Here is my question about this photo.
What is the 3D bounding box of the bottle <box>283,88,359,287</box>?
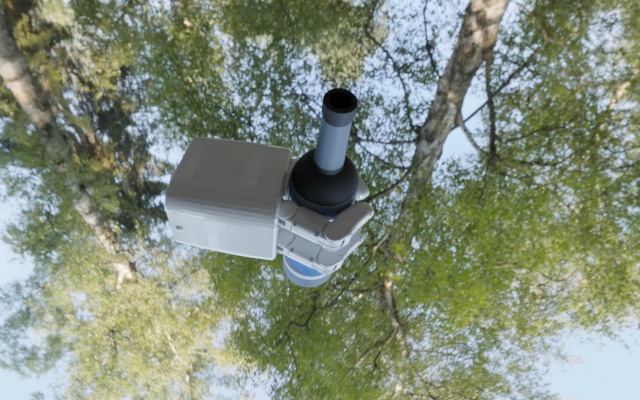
[{"bbox_3d":[0.000,0.002,0.492,0.069,0.069,0.296,0,-33,-7],"label":"bottle"}]
